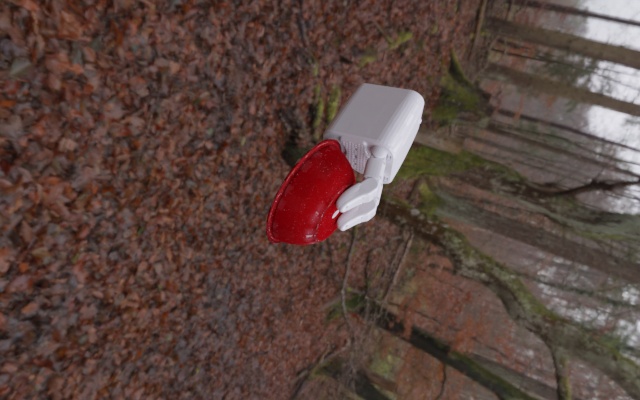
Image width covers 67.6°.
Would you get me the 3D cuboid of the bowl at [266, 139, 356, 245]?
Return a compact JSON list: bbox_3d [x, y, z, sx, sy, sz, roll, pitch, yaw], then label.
[{"bbox_3d":[0.000,0.003,0.632,0.055,0.162,0.162,34,12,19],"label":"bowl"}]
